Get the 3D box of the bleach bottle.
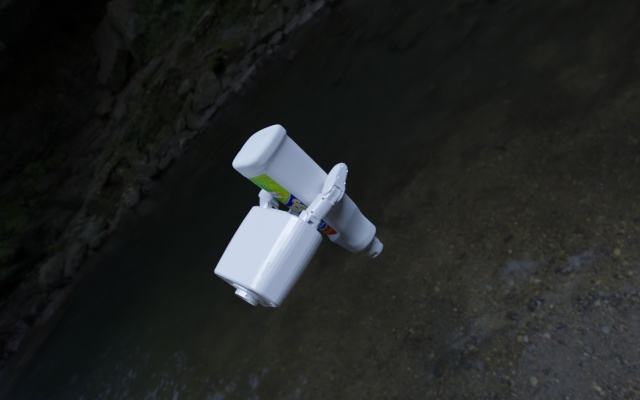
[{"bbox_3d":[0.000,0.002,0.672,0.251,0.068,0.102,40,-20,-23],"label":"bleach bottle"}]
